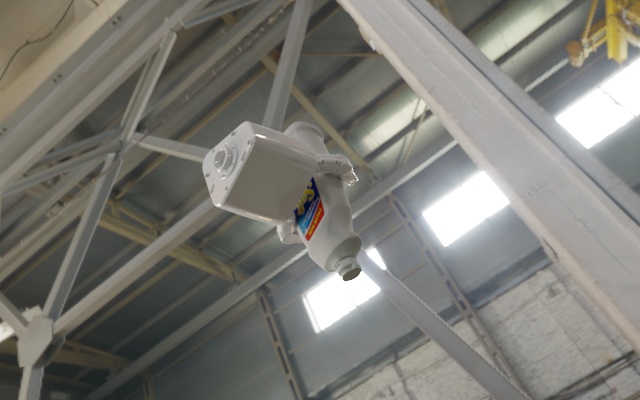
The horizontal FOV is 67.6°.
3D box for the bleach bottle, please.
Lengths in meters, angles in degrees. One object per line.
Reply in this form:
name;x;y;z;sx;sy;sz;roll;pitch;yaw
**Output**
bleach bottle;0.000;0.002;0.687;0.068;0.250;0.102;17;-55;-42
